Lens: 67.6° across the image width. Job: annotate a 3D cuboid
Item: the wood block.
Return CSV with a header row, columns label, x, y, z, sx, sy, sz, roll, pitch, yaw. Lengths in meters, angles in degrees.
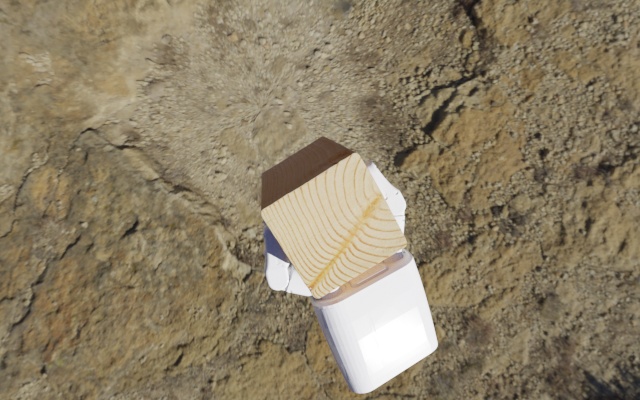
label,x,y,z,sx,sy,sz,roll,pitch,yaw
wood block,0.001,0.002,0.474,0.091,0.090,0.206,-31,13,0
